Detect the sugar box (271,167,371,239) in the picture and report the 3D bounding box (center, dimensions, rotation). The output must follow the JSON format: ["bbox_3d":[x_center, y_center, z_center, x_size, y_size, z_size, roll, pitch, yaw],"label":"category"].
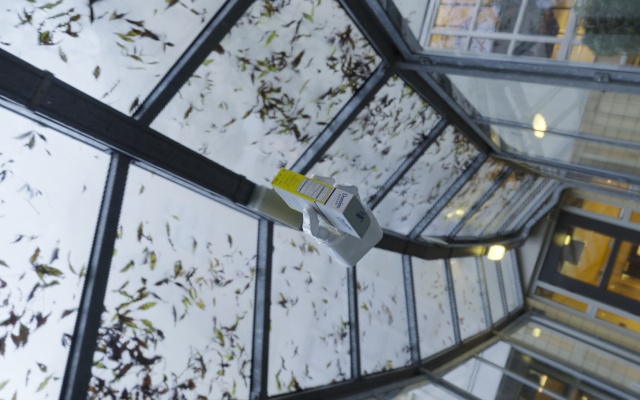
[{"bbox_3d":[0.000,0.002,0.856,0.176,0.048,0.093,20,-21,36],"label":"sugar box"}]
